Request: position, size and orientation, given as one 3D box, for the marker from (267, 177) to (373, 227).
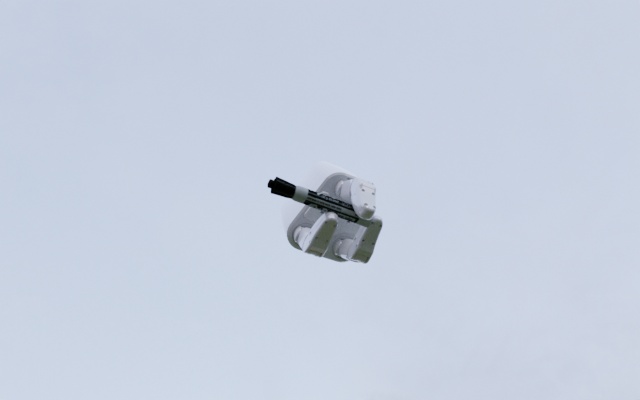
[{"bbox_3d":[0.000,0.002,0.516,0.121,0.020,0.020,20,-6,-16],"label":"marker"}]
